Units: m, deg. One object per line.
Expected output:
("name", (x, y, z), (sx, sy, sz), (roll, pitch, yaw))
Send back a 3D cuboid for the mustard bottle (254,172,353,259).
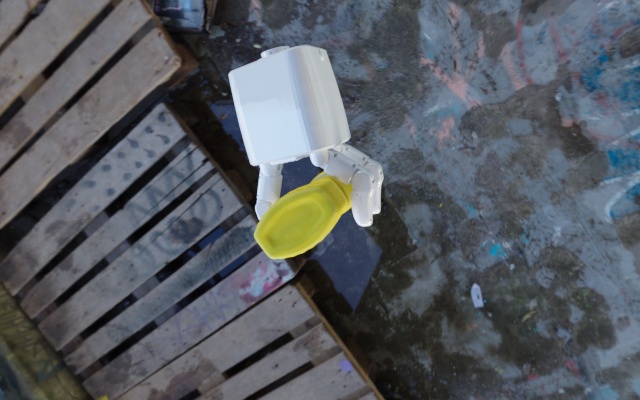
("mustard bottle", (0.000, 0.002, 0.550), (0.096, 0.058, 0.191), (-38, 1, 21))
